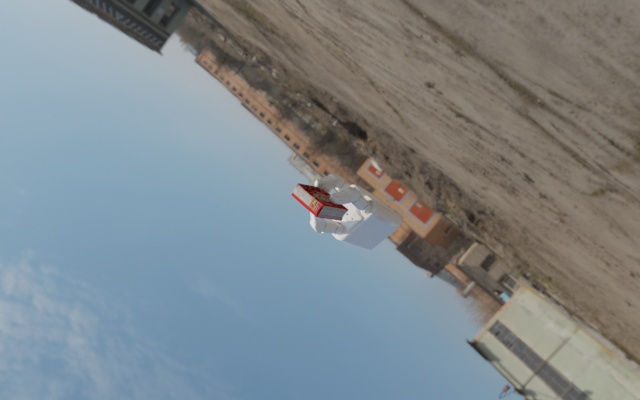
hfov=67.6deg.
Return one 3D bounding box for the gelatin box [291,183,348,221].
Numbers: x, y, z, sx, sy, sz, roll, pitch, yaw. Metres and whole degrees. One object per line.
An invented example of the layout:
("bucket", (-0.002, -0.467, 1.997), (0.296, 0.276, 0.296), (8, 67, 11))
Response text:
("gelatin box", (0.000, 0.003, 0.889), (0.073, 0.030, 0.089), (41, 17, 31))
